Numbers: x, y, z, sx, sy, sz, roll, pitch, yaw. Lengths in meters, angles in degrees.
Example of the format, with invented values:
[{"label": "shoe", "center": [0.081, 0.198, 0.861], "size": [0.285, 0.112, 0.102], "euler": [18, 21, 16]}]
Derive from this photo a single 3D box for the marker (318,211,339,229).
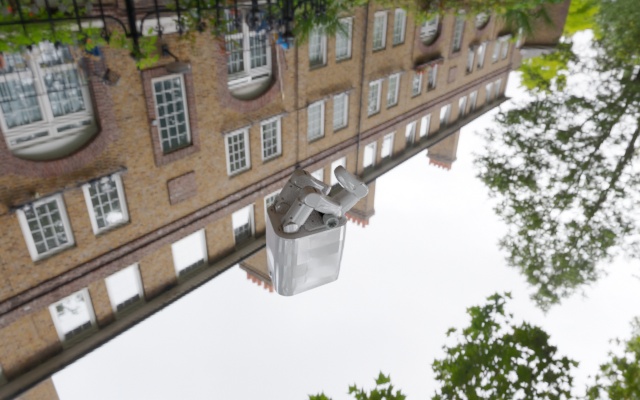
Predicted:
[{"label": "marker", "center": [0.000, 0.002, 0.692], "size": [0.020, 0.020, 0.121], "euler": [0, 28, -17]}]
